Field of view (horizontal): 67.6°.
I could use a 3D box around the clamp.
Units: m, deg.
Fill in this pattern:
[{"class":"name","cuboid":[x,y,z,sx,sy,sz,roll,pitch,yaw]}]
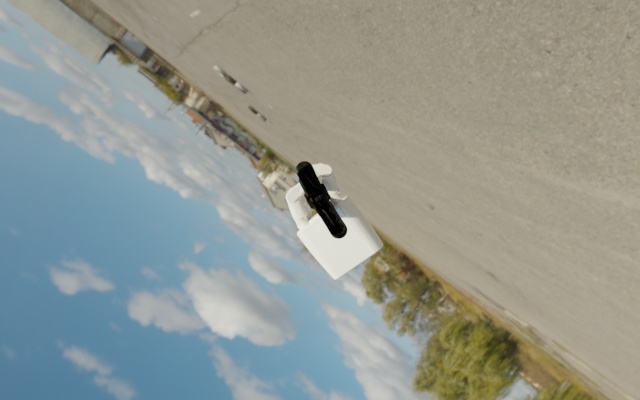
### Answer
[{"class":"clamp","cuboid":[0.000,0.003,0.731,0.039,0.120,0.171,-24,-1,0]}]
